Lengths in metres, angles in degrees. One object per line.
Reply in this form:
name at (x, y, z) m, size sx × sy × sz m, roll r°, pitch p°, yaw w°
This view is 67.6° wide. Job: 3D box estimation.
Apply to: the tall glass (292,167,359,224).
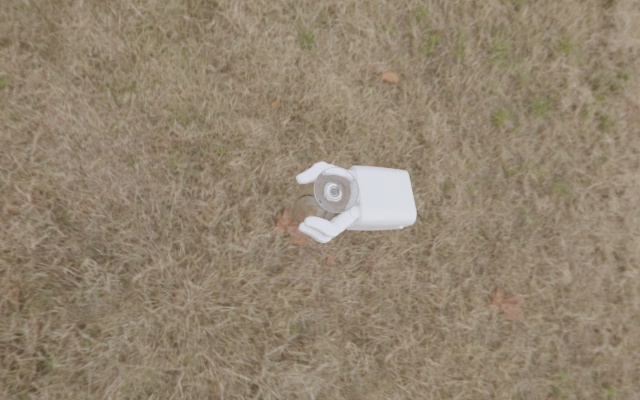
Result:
tall glass at (0.000, 0.003, 0.846) m, size 0.079 × 0.079 × 0.201 m, roll 0°, pitch -11°, yaw -16°
